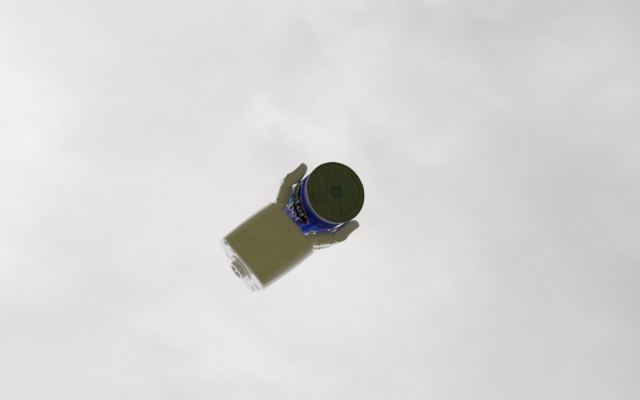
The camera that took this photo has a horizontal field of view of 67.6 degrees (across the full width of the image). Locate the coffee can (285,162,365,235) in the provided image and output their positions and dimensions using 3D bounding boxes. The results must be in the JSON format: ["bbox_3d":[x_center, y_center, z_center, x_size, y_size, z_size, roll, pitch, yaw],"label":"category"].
[{"bbox_3d":[0.000,0.003,0.826,0.103,0.102,0.140,0,-14,-22],"label":"coffee can"}]
